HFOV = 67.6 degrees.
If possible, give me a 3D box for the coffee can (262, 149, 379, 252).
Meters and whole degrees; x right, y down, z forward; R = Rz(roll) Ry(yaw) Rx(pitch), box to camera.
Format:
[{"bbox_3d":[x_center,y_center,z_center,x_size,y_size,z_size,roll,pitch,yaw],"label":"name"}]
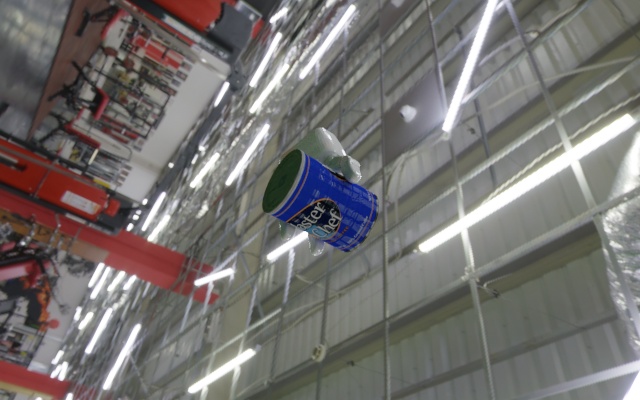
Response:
[{"bbox_3d":[0.000,0.002,0.704,0.140,0.103,0.103,29,-12,-23],"label":"coffee can"}]
